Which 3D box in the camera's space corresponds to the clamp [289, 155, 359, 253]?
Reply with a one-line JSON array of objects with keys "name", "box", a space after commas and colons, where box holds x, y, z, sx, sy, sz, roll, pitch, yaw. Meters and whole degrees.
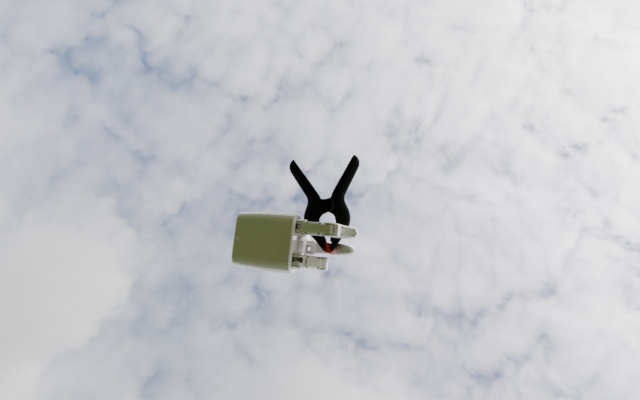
[{"name": "clamp", "box": [0.000, 0.003, 0.817, 0.120, 0.171, 0.039, 4, -9, 15]}]
